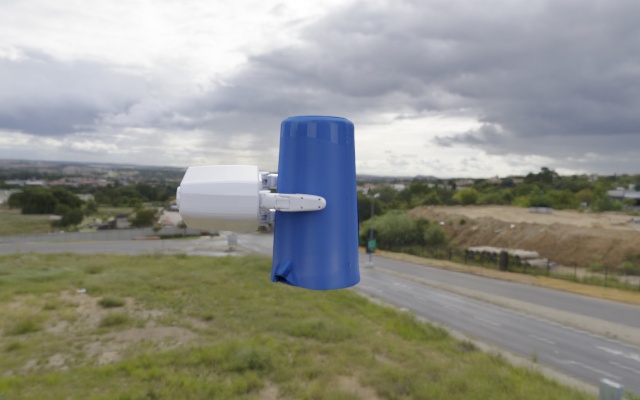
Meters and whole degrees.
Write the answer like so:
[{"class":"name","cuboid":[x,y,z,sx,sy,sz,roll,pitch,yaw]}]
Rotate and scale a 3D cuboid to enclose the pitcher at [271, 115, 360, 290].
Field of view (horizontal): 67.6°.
[{"class":"pitcher","cuboid":[0.000,0.002,0.709,0.145,0.243,0.149,1,4,-7]}]
